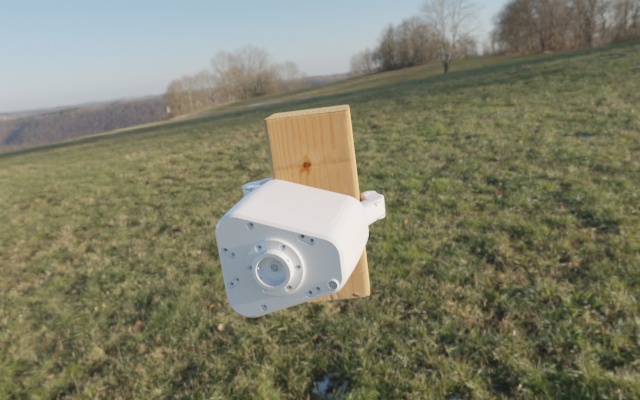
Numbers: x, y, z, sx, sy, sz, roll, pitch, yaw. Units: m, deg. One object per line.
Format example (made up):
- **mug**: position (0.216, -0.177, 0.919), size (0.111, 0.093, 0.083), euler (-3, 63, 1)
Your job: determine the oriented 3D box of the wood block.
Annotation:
- **wood block**: position (0.000, 0.002, 0.547), size (0.091, 0.206, 0.090), euler (-6, 14, 4)
